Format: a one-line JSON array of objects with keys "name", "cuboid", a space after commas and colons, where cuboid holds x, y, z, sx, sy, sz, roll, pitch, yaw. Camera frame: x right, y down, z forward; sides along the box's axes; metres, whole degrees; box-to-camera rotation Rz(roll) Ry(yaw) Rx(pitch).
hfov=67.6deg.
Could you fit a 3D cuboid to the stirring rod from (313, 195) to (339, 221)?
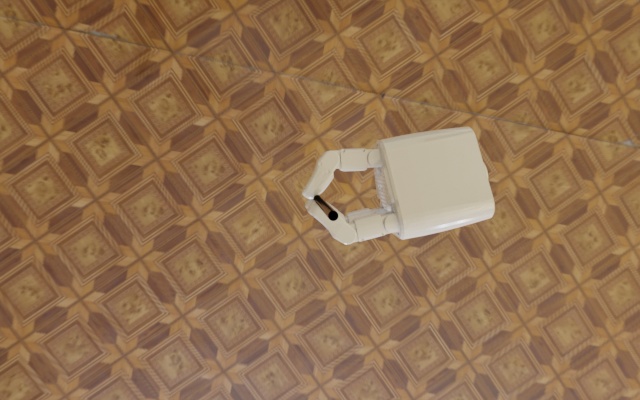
[{"name": "stirring rod", "cuboid": [0.000, 0.002, 0.482, 0.011, 0.011, 0.239, 0, 5, -5]}]
